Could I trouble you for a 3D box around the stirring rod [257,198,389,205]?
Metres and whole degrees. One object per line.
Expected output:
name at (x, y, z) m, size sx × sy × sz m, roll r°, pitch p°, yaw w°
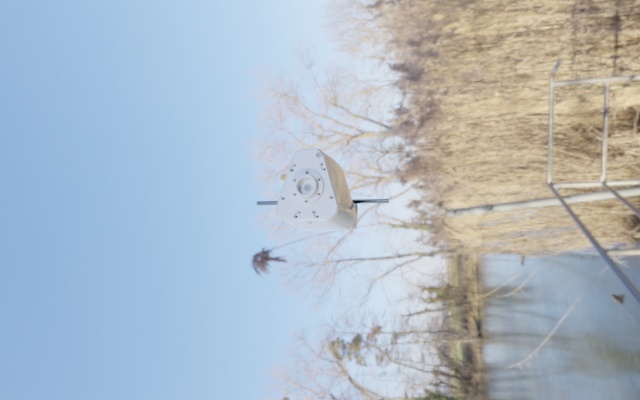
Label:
stirring rod at (0.000, 0.003, 0.845) m, size 0.239 × 0.011 × 0.011 m, roll -1°, pitch 0°, yaw 15°
